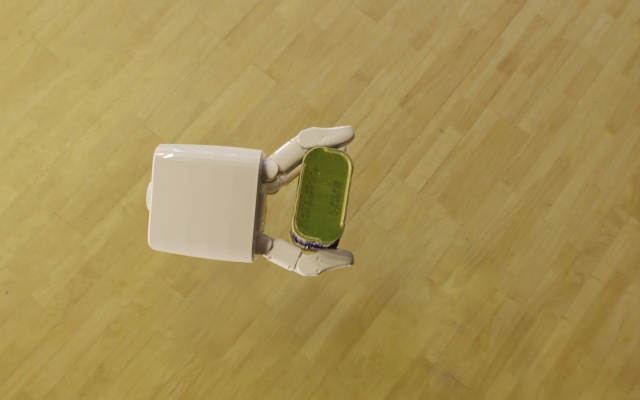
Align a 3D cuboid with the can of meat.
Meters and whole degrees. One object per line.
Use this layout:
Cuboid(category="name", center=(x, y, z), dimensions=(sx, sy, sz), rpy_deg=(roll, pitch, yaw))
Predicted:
Cuboid(category="can of meat", center=(0.000, 0.002, 0.504), dimensions=(0.057, 0.102, 0.084), rpy_deg=(9, -12, -1))
